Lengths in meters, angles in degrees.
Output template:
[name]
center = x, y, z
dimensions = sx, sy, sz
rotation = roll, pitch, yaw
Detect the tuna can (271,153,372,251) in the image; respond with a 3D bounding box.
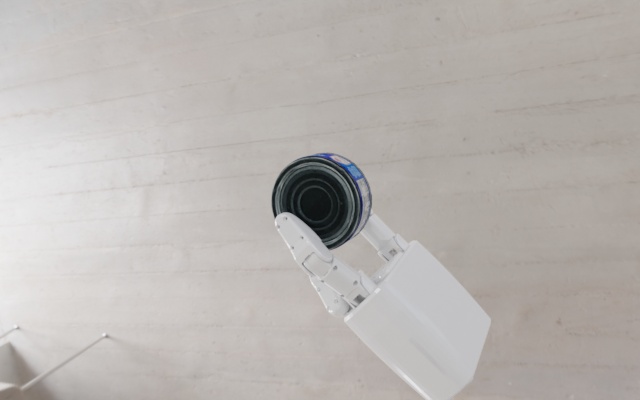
[tuna can]
center = 0.000, 0.001, 0.423
dimensions = 0.086, 0.086, 0.033
rotation = 0, 9, 21
